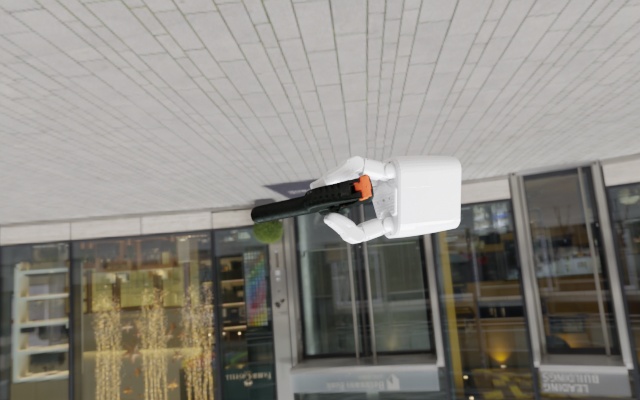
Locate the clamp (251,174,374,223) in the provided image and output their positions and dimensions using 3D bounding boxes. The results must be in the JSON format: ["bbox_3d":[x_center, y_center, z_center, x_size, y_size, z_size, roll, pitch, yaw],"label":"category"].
[{"bbox_3d":[0.001,0.003,0.653,0.164,0.036,0.210,-7,-7,-20],"label":"clamp"}]
